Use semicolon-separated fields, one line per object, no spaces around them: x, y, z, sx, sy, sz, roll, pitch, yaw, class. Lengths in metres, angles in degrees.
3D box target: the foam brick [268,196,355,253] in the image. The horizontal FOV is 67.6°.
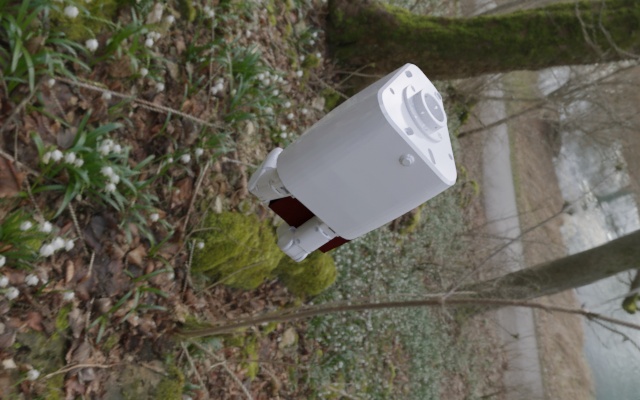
0.000;0.002;0.449;0.051;0.053;0.078;-30;-61;36;foam brick
